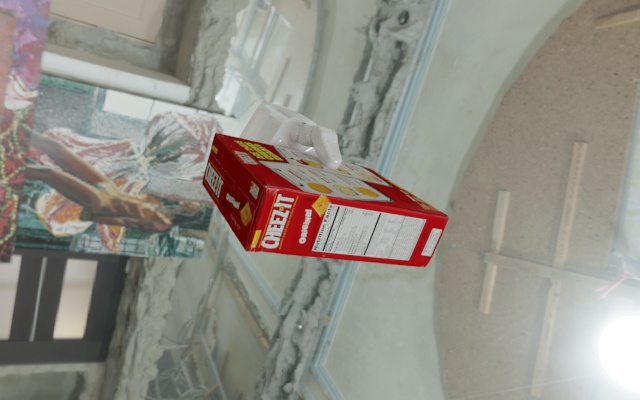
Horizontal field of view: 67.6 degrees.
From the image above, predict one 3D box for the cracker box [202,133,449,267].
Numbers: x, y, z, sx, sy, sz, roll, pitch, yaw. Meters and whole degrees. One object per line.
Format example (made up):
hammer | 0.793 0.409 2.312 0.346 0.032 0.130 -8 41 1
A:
cracker box | 0.000 0.002 0.513 0.214 0.072 0.164 9 18 -31
